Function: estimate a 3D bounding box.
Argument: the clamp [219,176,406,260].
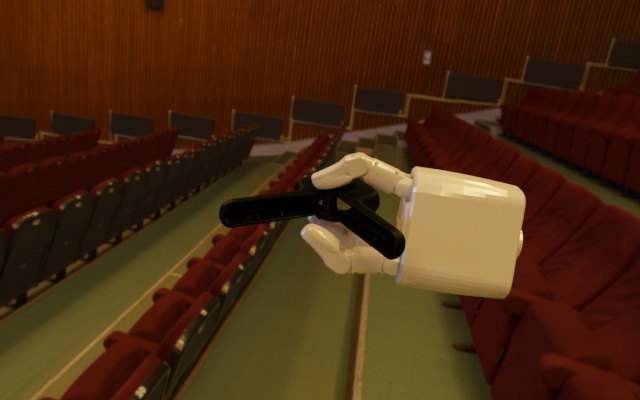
[{"bbox_3d":[0.000,0.001,0.492,0.164,0.036,0.210,9,16,4],"label":"clamp"}]
